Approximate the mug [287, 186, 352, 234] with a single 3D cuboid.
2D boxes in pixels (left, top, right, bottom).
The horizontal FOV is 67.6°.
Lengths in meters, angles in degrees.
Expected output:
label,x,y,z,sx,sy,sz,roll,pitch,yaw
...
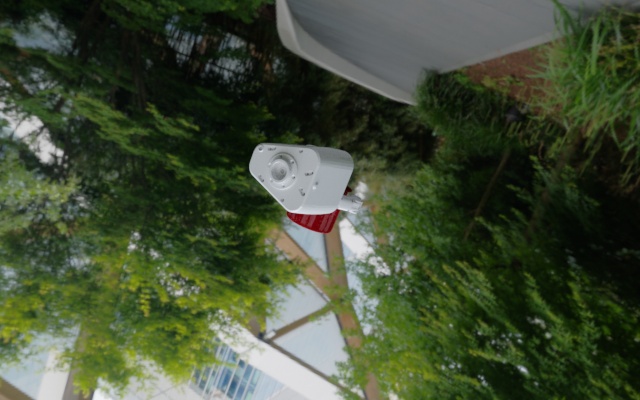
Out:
label,x,y,z,sx,sy,sz,roll,pitch,yaw
mug,0.001,0.003,0.802,0.093,0.081,0.117,27,12,26
